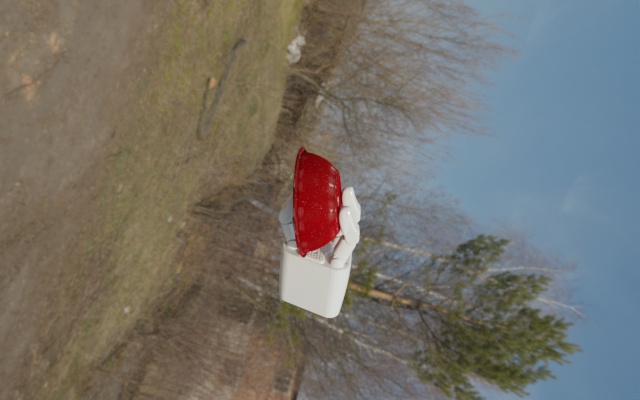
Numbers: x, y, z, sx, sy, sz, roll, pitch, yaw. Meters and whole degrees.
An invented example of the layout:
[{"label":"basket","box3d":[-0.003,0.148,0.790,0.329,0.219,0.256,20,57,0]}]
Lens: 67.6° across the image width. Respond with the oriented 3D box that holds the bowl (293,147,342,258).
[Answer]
[{"label":"bowl","box3d":[0.000,0.001,0.695,0.055,0.162,0.162,-1,0,8]}]
